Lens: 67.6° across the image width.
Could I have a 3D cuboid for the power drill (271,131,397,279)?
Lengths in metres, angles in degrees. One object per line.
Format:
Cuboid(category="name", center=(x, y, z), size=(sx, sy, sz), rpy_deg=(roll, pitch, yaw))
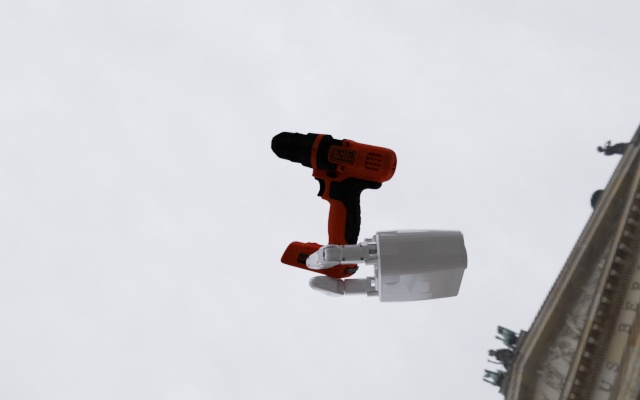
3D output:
Cuboid(category="power drill", center=(0.000, 0.003, 0.658), size=(0.184, 0.187, 0.057), rpy_deg=(13, 4, 23))
